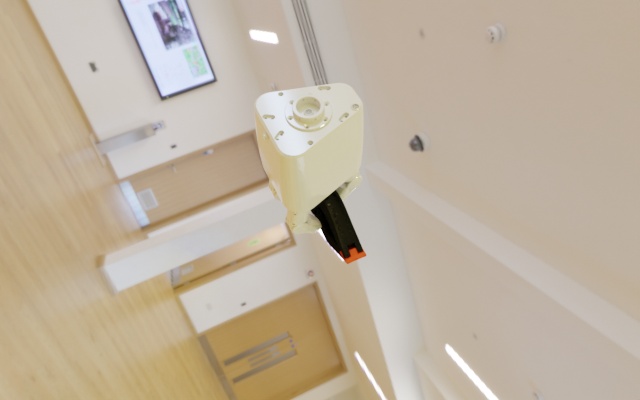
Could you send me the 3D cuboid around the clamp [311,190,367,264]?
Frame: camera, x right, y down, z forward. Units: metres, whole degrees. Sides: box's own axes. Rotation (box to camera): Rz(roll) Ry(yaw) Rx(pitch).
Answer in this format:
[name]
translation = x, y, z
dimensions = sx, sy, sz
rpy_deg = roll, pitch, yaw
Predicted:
[clamp]
translation = 0.001, 0.002, 0.653
dimensions = 0.036, 0.210, 0.165
rpy_deg = -22, -28, -12
